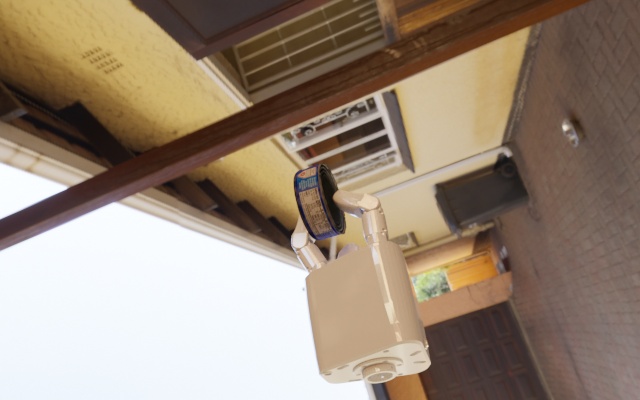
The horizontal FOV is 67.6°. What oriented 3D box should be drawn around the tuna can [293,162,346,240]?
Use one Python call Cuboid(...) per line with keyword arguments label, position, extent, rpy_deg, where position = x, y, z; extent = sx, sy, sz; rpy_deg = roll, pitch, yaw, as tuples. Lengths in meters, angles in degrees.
Cuboid(label="tuna can", position=(0.000, 0.002, 0.549), extent=(0.034, 0.086, 0.086), rpy_deg=(-17, -4, 14))
